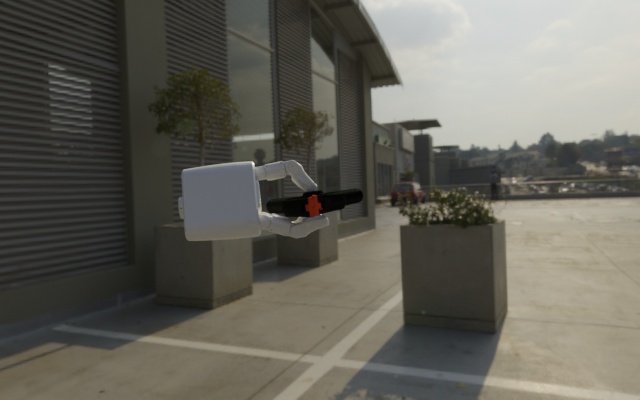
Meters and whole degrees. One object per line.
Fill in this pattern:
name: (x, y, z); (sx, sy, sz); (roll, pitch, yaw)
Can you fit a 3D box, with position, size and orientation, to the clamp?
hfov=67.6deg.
clamp: (0.000, 0.002, 0.730); (0.164, 0.036, 0.210); (-9, 2, -7)
